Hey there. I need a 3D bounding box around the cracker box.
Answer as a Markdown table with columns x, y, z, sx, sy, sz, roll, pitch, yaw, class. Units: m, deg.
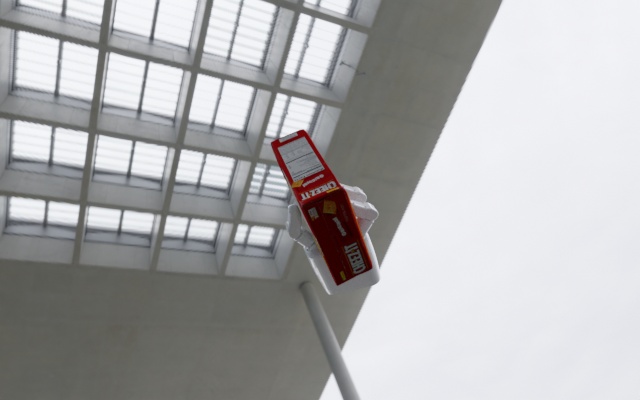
| x | y | z | sx | sy | sz | roll | pitch | yaw | class |
| --- | --- | --- | --- | --- | --- | --- | --- | --- | --- |
| 0.000 | 0.002 | 0.762 | 0.072 | 0.164 | 0.213 | -25 | 35 | -3 | cracker box |
